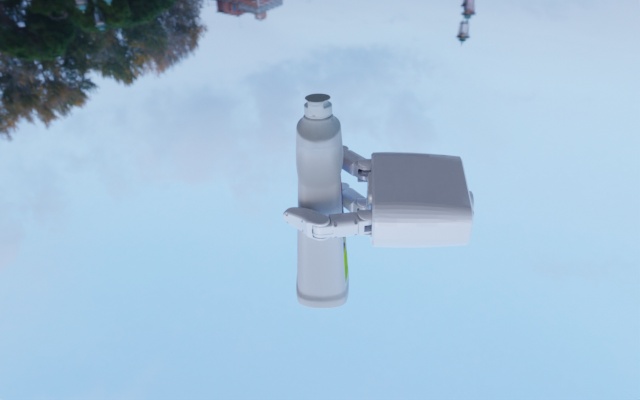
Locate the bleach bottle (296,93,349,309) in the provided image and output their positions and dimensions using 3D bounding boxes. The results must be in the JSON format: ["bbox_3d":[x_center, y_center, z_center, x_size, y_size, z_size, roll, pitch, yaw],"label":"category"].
[{"bbox_3d":[0.000,0.002,0.567,0.068,0.251,0.102,-1,31,2],"label":"bleach bottle"}]
